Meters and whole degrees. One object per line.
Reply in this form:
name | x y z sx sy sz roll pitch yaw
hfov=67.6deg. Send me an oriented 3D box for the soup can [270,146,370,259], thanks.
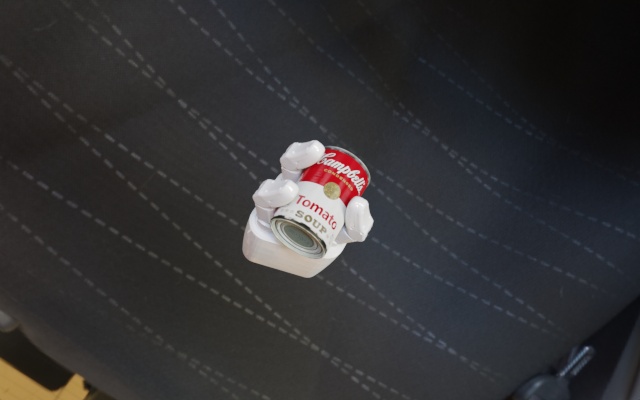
soup can | 0.000 0.002 0.504 0.068 0.102 0.068 25 -29 15
